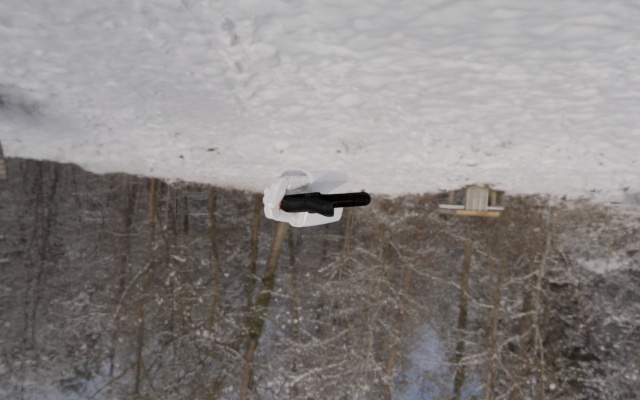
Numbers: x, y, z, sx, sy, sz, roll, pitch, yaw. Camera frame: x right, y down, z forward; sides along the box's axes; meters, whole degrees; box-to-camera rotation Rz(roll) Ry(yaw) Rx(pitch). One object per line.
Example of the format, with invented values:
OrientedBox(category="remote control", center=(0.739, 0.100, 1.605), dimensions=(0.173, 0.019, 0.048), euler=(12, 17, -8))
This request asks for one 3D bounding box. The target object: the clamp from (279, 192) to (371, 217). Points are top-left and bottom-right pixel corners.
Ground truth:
OrientedBox(category="clamp", center=(0.000, 0.003, 0.843), dimensions=(0.120, 0.039, 0.171), euler=(-5, 9, -43))
